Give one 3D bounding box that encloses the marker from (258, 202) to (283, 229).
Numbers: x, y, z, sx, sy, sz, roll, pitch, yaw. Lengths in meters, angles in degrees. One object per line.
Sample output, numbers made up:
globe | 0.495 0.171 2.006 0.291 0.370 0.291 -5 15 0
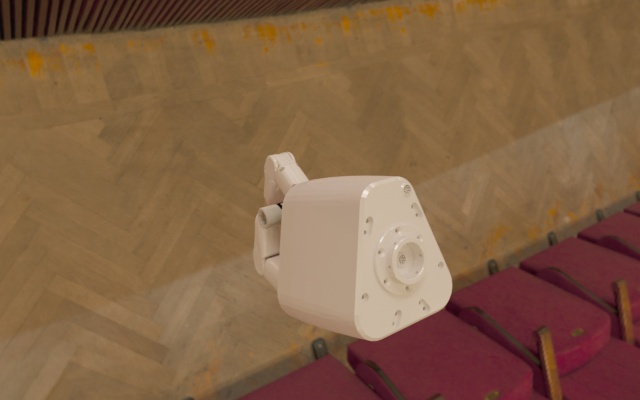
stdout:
marker | 0.000 0.001 0.440 0.121 0.020 0.020 -16 8 -31
